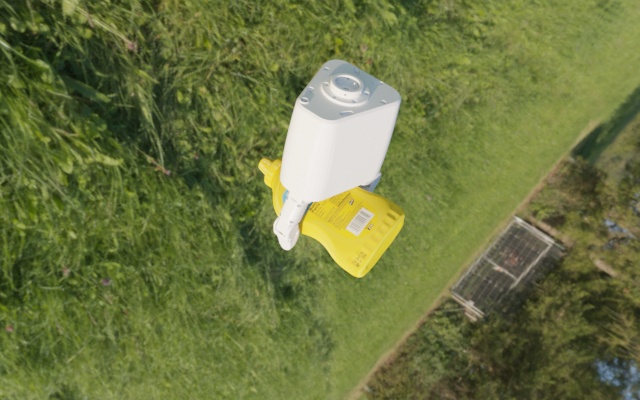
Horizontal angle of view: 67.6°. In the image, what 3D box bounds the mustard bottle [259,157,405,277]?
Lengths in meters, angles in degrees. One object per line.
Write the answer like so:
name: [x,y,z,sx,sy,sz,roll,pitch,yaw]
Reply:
mustard bottle: [0.000,0.002,0.584,0.191,0.096,0.058,35,-17,18]
